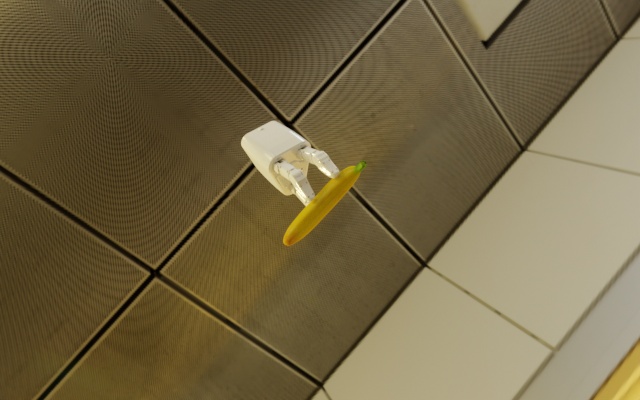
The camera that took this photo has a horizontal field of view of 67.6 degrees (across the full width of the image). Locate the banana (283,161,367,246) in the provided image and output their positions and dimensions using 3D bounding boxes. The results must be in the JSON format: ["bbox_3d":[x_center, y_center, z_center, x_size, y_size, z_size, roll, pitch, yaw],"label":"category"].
[{"bbox_3d":[0.004,0.003,0.845,0.037,0.198,0.069,42,-5,9],"label":"banana"}]
